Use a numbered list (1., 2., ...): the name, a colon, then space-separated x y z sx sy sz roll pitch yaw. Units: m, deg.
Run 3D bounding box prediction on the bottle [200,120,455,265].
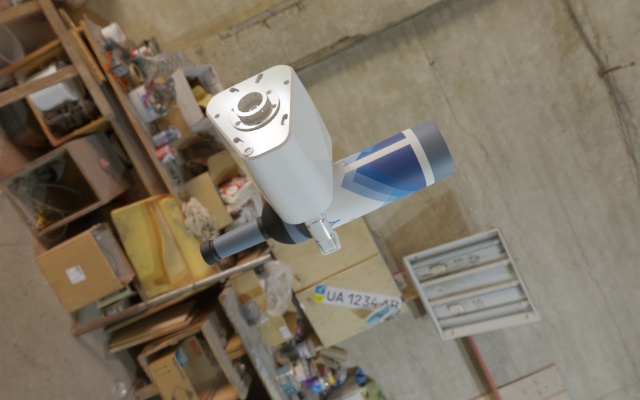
1. bottle: 0.000 0.002 0.540 0.296 0.069 0.069 -25 -2 5
